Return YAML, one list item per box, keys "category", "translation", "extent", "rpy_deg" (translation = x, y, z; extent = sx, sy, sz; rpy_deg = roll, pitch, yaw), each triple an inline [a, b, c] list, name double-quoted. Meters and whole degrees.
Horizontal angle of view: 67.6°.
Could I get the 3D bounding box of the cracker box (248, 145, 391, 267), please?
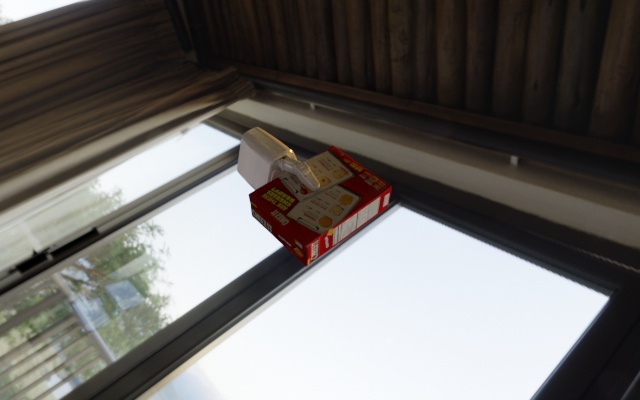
- category: "cracker box"
  translation: [0.000, 0.003, 0.898]
  extent: [0.213, 0.072, 0.164]
  rpy_deg: [-33, 55, -27]
